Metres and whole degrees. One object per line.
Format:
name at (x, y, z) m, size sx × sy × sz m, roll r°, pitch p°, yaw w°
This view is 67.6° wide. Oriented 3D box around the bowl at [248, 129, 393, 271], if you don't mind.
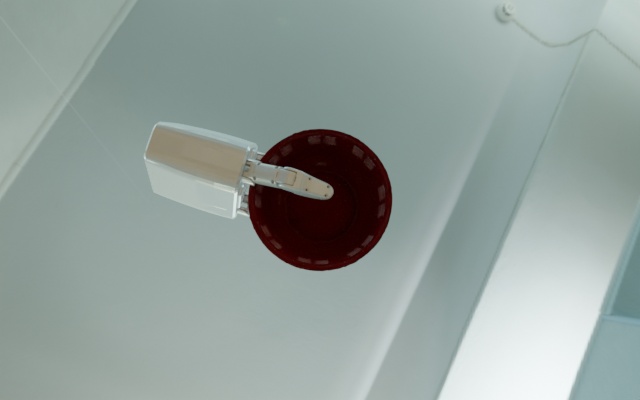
bowl at (0.001, 0.003, 0.556) m, size 0.162 × 0.162 × 0.055 m, roll 0°, pitch -11°, yaw 2°
